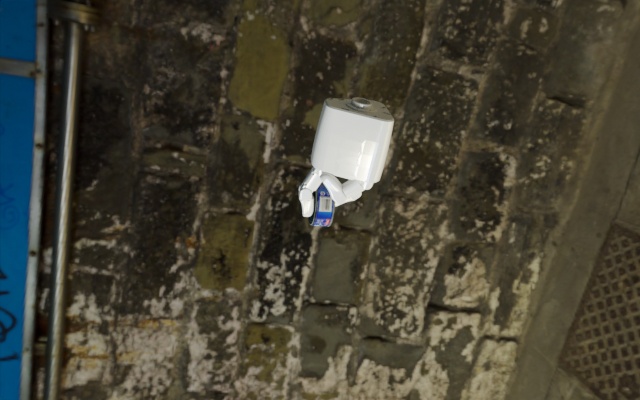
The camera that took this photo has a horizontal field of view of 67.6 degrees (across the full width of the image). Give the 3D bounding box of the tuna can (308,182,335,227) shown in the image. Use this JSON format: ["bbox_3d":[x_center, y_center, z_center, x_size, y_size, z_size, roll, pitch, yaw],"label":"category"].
[{"bbox_3d":[0.000,0.003,0.842,0.034,0.086,0.086,2,-1,-12],"label":"tuna can"}]
